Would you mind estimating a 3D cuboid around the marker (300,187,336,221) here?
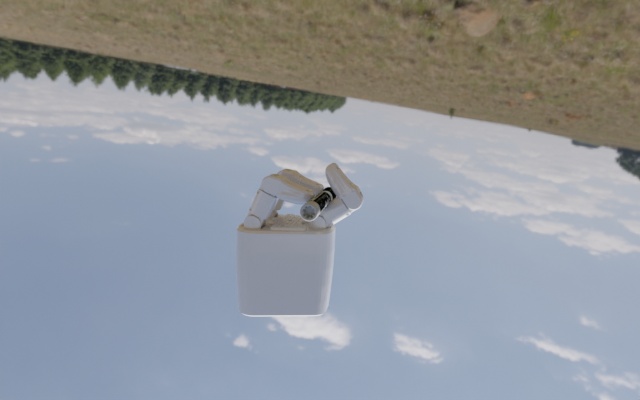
[{"bbox_3d":[0.000,0.002,0.544,0.020,0.020,0.121,0,10,12],"label":"marker"}]
